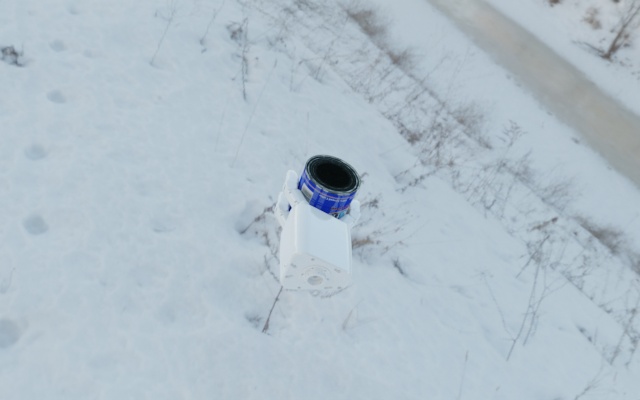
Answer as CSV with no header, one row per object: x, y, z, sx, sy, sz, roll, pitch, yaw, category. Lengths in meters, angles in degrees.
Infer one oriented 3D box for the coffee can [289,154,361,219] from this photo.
0.000,0.003,0.865,0.103,0.140,0.102,14,40,-12,coffee can
